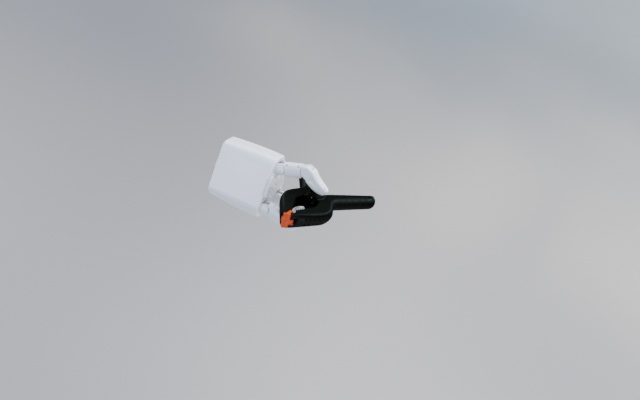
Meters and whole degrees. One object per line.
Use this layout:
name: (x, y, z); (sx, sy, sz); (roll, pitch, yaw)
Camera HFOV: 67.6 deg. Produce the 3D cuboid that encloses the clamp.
clamp: (0.000, 0.002, 0.840); (0.164, 0.036, 0.210); (22, 28, 12)
